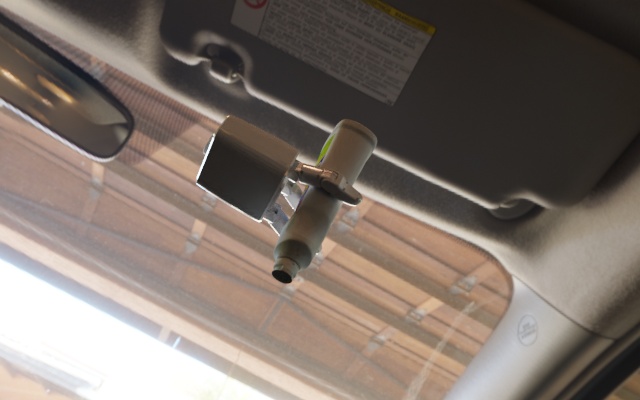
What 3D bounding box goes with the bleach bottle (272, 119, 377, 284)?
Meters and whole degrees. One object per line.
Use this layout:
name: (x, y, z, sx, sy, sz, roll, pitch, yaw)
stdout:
bleach bottle: (0.000, 0.002, 0.658, 0.068, 0.250, 0.103, 31, -38, -5)
